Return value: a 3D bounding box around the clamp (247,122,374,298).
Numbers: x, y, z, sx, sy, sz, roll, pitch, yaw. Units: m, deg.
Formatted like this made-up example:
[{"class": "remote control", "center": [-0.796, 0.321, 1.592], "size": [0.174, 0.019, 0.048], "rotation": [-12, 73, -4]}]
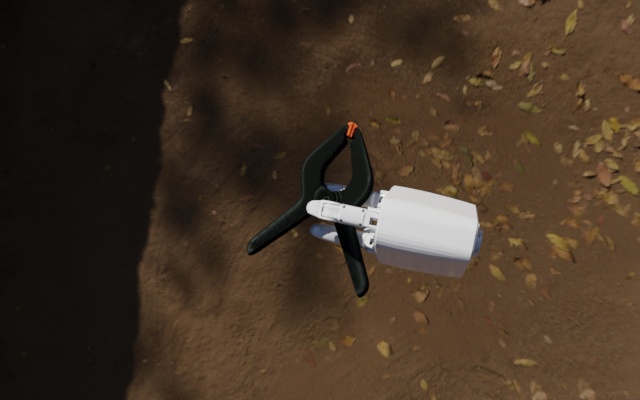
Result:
[{"class": "clamp", "center": [0.000, 0.001, 0.605], "size": [0.164, 0.210, 0.036], "rotation": [12, -2, 12]}]
